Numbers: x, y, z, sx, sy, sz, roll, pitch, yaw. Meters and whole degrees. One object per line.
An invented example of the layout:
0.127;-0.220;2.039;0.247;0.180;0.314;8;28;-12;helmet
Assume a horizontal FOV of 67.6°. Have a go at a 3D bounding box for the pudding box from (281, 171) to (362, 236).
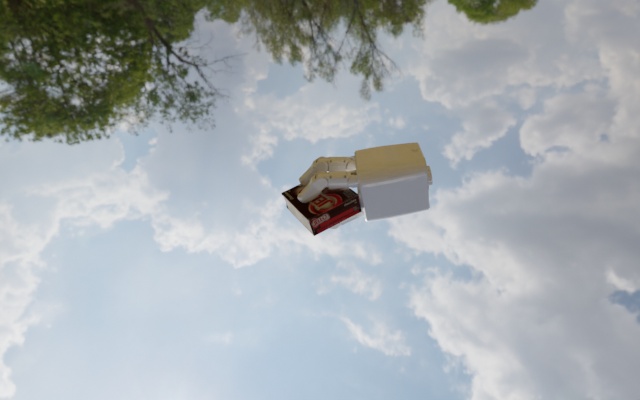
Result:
0.000;0.003;0.776;0.090;0.039;0.113;-26;30;-16;pudding box
